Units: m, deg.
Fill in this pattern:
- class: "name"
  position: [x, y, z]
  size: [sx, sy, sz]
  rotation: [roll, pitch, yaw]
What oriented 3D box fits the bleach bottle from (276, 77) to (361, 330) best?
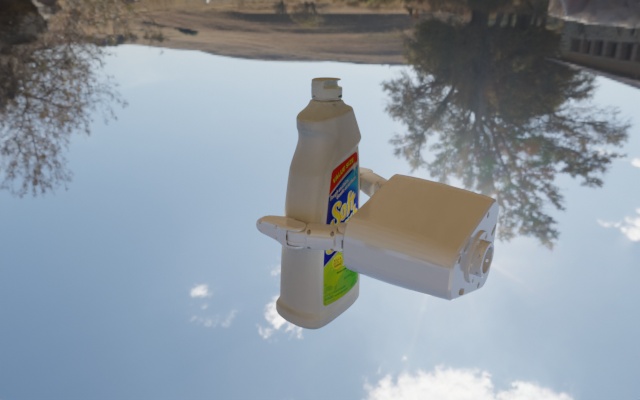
- class: "bleach bottle"
  position: [0.000, 0.002, 0.501]
  size: [0.068, 0.251, 0.102]
  rotation: [16, 26, 35]
